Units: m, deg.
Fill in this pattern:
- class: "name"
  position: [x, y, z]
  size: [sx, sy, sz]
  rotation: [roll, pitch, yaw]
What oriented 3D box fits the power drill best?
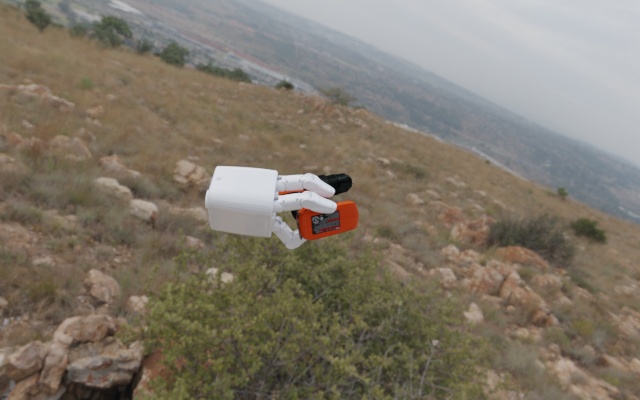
- class: "power drill"
  position: [0.000, 0.003, 0.884]
  size: [0.184, 0.057, 0.187]
  rotation: [-14, 22, -16]
